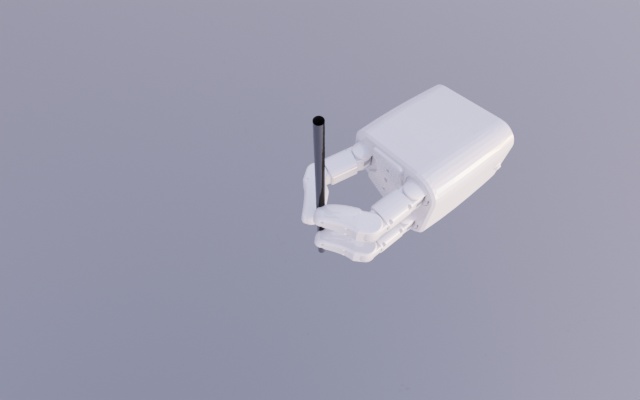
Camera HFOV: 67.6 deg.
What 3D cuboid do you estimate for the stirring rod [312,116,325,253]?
[{"bbox_3d":[0.000,0.001,0.412,0.011,0.011,0.240,0,-26,1],"label":"stirring rod"}]
